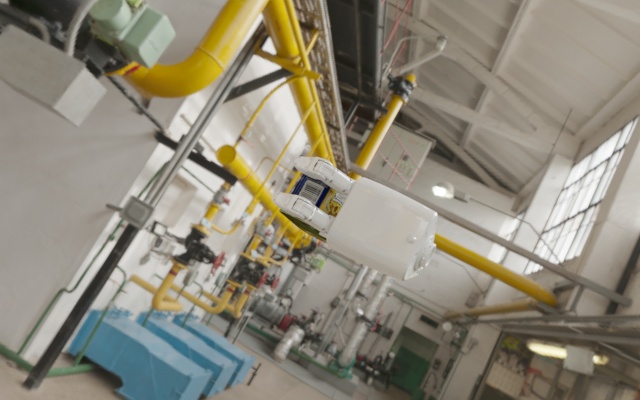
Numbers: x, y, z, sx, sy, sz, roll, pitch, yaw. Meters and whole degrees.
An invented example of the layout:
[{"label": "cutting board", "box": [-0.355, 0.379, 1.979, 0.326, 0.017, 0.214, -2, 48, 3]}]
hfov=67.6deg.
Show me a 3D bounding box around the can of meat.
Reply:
[{"label": "can of meat", "box": [0.000, 0.002, 0.649, 0.057, 0.084, 0.102, 25, -10, 26]}]
